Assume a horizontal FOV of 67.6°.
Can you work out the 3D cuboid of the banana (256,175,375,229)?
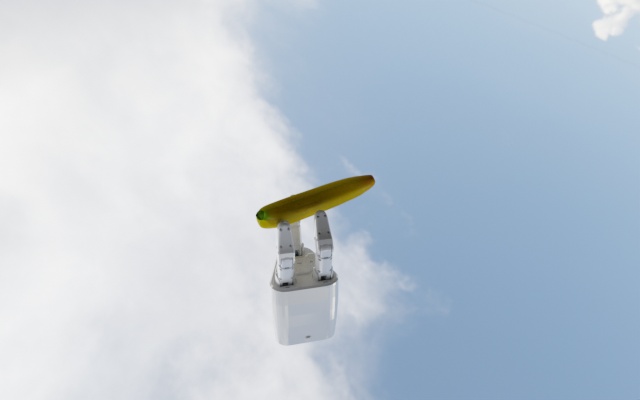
[{"bbox_3d":[-0.013,0.004,0.661,0.198,0.037,0.069,-20,8,-33],"label":"banana"}]
